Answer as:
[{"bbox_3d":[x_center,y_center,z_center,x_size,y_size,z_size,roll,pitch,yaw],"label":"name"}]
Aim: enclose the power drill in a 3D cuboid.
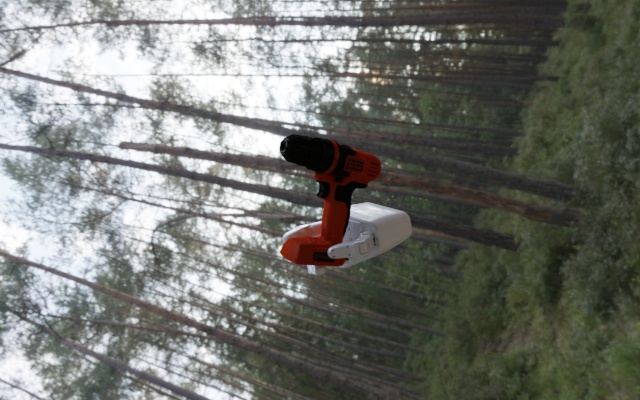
[{"bbox_3d":[0.000,0.003,0.715,0.184,0.188,0.057,10,10,-38],"label":"power drill"}]
